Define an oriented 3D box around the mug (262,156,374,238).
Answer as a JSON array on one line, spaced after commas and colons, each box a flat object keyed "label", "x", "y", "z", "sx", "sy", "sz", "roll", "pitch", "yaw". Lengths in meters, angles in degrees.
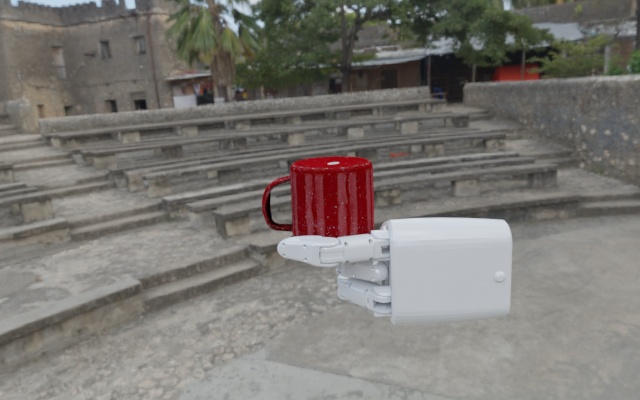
[{"label": "mug", "x": -0.001, "y": 0.001, "z": 0.475, "sx": 0.117, "sy": 0.081, "sz": 0.093, "roll": -2, "pitch": 13, "yaw": 2}]
